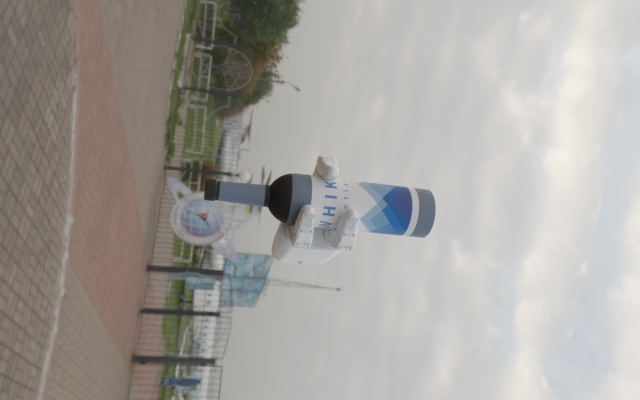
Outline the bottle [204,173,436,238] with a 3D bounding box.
[{"bbox_3d":[0.000,0.002,0.622,0.296,0.069,0.069,6,-1,-12],"label":"bottle"}]
